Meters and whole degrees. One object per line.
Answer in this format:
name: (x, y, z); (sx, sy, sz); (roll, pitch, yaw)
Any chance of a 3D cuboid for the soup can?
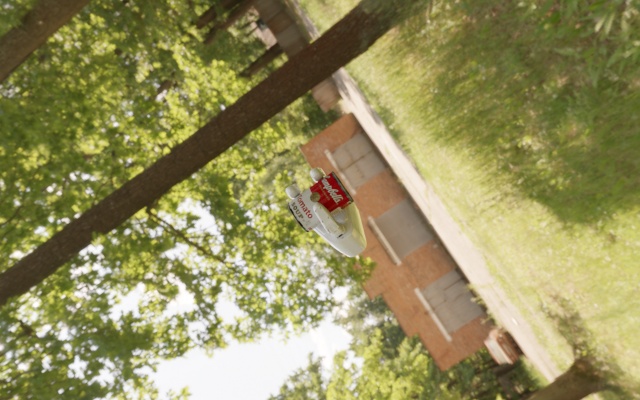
soup can: (0.000, 0.003, 0.868); (0.102, 0.068, 0.068); (-35, -4, 6)
